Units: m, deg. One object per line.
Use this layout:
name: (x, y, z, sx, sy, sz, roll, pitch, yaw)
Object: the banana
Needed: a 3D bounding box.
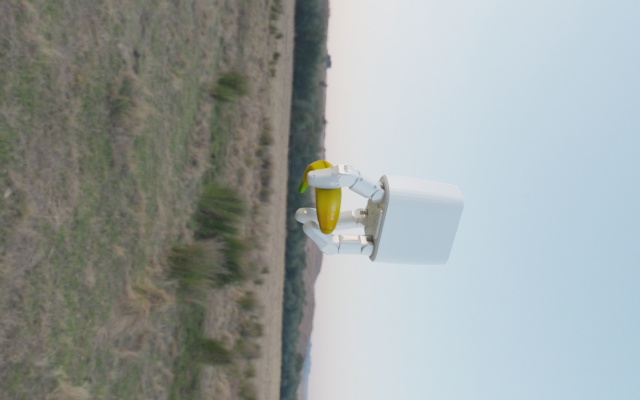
banana: (0.003, -0.016, 0.658, 0.037, 0.070, 0.197, 9, 15, -12)
